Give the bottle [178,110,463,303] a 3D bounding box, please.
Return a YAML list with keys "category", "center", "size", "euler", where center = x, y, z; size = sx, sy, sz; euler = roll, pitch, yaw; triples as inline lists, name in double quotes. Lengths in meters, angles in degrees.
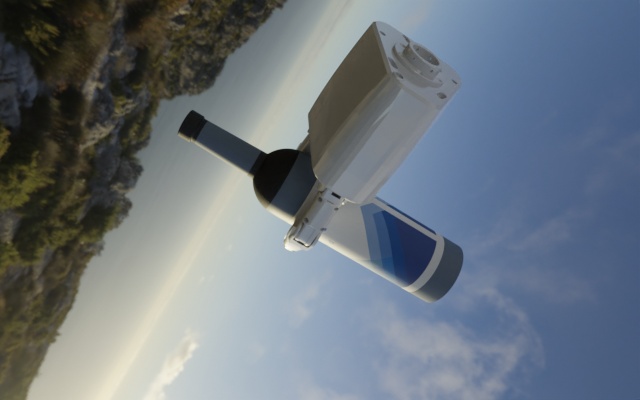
- category: "bottle"
  center: [0.000, 0.002, 0.465]
  size: [0.296, 0.069, 0.069]
  euler: [30, -6, -10]
